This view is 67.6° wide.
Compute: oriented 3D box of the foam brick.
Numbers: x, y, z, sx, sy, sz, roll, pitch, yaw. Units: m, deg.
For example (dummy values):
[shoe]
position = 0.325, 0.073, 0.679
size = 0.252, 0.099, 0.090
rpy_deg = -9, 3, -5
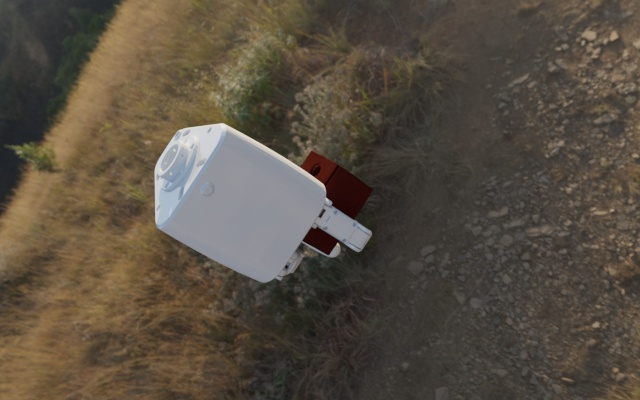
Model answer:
[foam brick]
position = 0.000, 0.001, 0.452
size = 0.051, 0.078, 0.053
rpy_deg = 33, 1, -34
